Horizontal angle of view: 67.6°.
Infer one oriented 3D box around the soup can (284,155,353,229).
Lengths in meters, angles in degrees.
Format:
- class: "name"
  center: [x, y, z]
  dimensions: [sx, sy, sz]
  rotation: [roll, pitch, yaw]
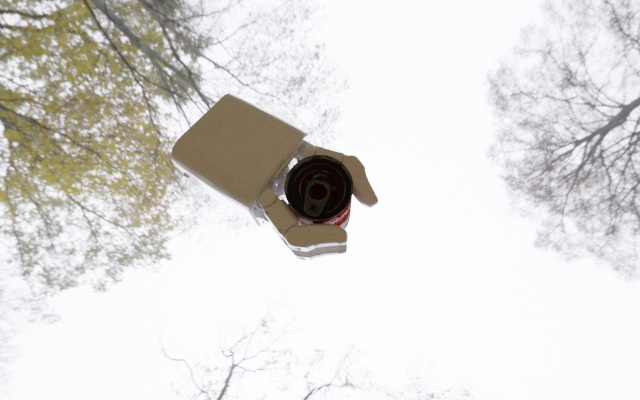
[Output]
- class: "soup can"
  center: [0.001, 0.002, 0.513]
  dimensions: [0.068, 0.068, 0.102]
  rotation: [0, -17, 2]
